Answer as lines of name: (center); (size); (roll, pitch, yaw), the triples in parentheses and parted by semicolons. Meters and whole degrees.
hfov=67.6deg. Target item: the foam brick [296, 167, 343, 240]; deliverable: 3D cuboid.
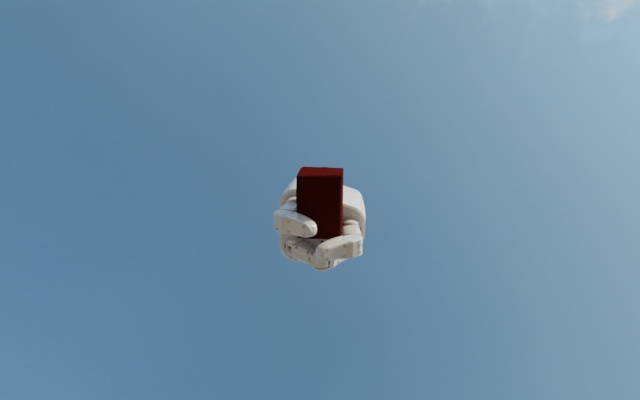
foam brick: (0.000, 0.002, 0.567); (0.053, 0.078, 0.051); (2, 17, 5)
